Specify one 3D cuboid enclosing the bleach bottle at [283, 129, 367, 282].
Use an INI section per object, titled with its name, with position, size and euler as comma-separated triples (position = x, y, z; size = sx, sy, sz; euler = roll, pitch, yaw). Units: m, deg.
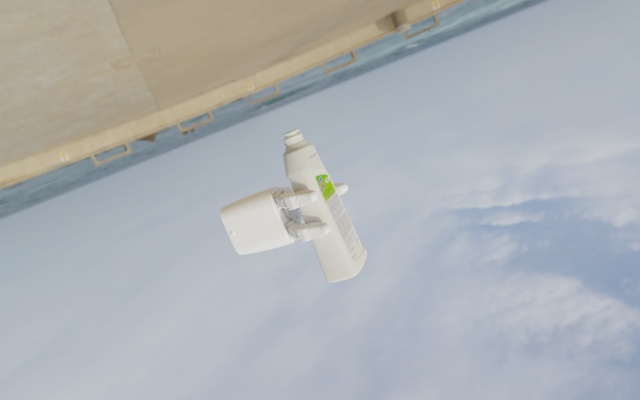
[bleach bottle]
position = 0.000, 0.003, 0.786
size = 0.068, 0.251, 0.102
euler = -17, 13, 20
